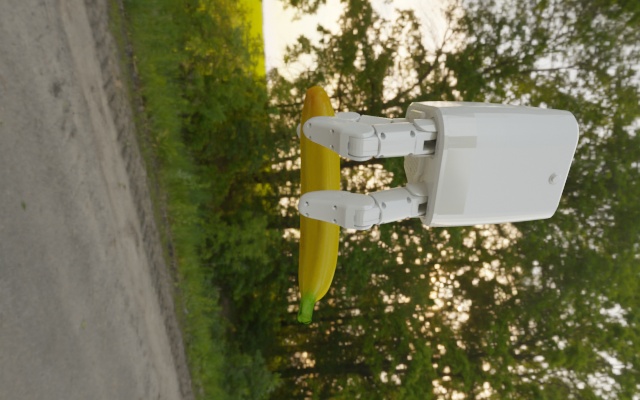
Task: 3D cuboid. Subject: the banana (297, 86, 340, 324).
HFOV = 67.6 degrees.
[{"bbox_3d":[0.000,0.003,0.421,0.037,0.198,0.069,1,7,-1],"label":"banana"}]
